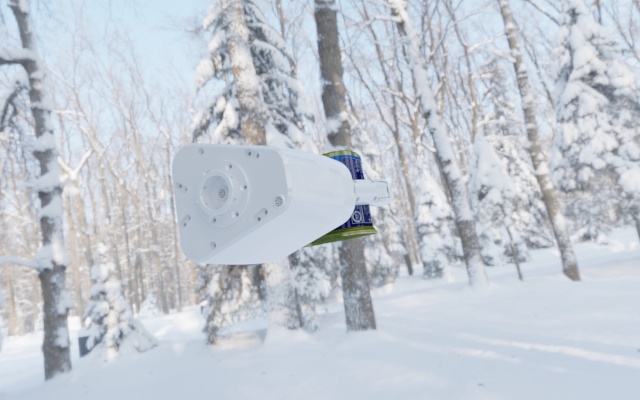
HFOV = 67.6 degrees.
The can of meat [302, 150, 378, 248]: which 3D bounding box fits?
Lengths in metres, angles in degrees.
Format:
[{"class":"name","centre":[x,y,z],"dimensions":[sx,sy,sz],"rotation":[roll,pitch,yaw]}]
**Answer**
[{"class":"can of meat","centre":[0.000,0.001,0.491],"dimensions":[0.102,0.084,0.057],"rotation":[-14,-9,29]}]
